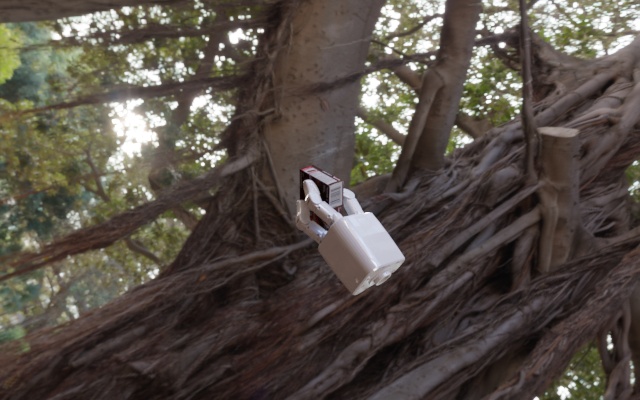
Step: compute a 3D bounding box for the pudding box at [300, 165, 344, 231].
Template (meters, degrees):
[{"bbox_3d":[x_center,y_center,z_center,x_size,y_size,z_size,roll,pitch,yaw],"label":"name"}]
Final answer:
[{"bbox_3d":[0.000,0.003,0.877,0.039,0.113,0.090,-17,33,-35],"label":"pudding box"}]
